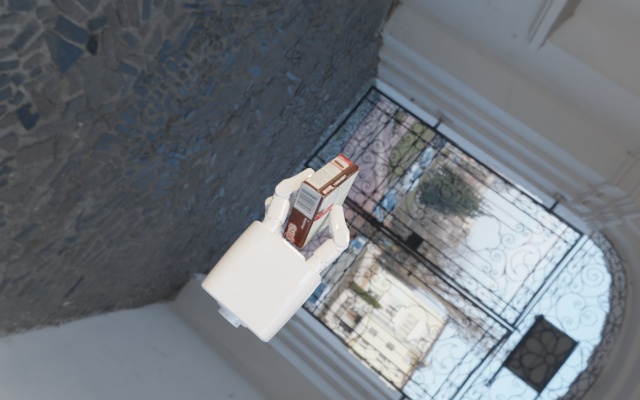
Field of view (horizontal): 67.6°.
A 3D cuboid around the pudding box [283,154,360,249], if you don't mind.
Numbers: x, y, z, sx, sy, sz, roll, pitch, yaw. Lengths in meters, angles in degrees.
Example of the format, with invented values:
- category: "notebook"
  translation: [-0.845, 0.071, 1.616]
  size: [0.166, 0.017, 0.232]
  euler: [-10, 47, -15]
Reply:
- category: "pudding box"
  translation: [0.000, 0.002, 0.653]
  size: [0.039, 0.114, 0.090]
  euler: [38, 46, 13]
